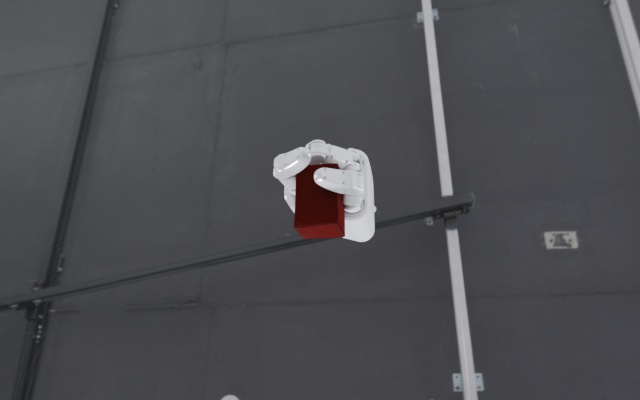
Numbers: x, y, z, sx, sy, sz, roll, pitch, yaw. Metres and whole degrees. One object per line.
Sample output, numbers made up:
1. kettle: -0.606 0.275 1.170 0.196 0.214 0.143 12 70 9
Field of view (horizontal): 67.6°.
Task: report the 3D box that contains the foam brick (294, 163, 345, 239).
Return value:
1. foam brick: 0.000 0.002 0.563 0.053 0.078 0.051 -3 -23 10
